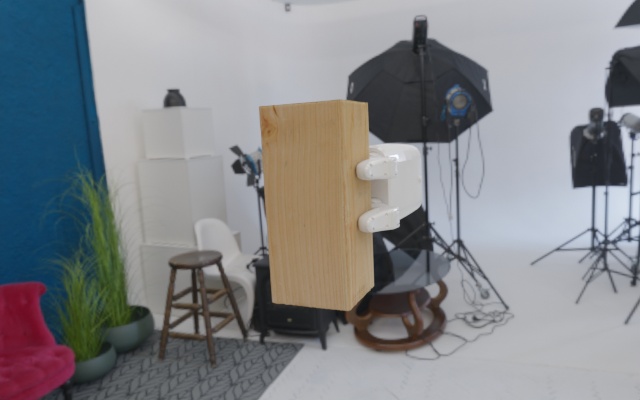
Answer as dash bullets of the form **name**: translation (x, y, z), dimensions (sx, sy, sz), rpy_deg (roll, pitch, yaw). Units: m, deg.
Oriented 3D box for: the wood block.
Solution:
- **wood block**: translation (0.000, 0.001, 0.513), dimensions (0.091, 0.206, 0.090), rpy_deg (0, 9, 24)
